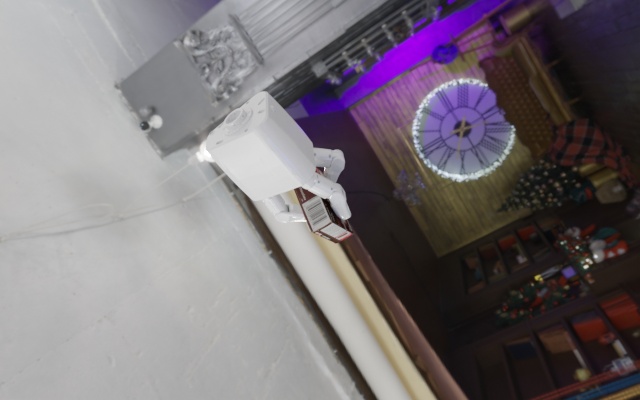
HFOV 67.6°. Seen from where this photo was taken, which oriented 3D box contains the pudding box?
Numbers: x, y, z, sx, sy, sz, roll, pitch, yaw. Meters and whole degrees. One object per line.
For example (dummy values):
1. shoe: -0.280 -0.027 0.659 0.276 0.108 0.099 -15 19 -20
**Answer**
1. pudding box: 0.000 0.002 0.720 0.039 0.113 0.090 -28 -25 16
